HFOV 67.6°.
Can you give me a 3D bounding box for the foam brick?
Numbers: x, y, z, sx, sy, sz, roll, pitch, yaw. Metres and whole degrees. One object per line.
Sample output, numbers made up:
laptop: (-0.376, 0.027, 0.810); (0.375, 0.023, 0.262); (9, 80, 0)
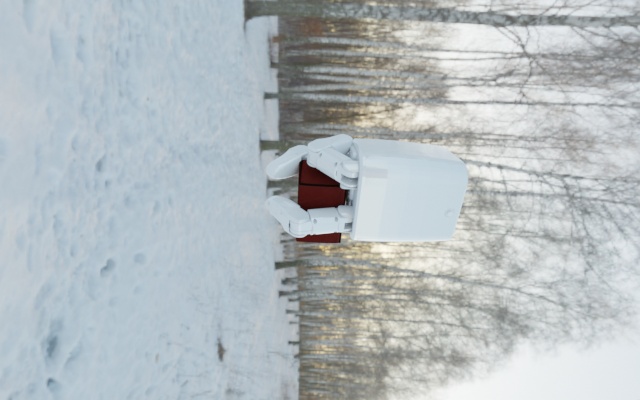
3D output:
foam brick: (0.000, 0.002, 0.525); (0.051, 0.078, 0.053); (3, 35, -3)
